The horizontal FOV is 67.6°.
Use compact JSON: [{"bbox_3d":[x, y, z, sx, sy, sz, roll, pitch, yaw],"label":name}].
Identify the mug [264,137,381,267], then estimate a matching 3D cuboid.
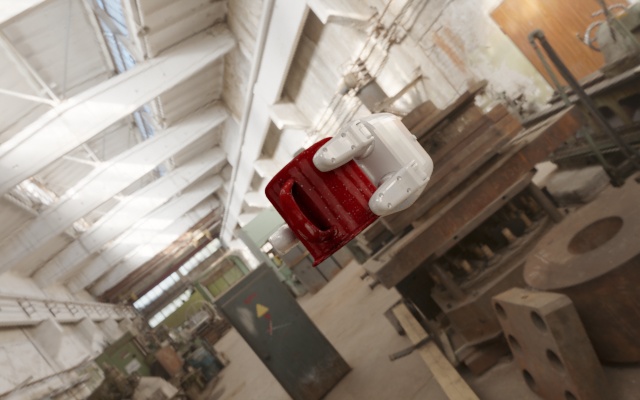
[{"bbox_3d":[-0.001,0.002,0.411,0.093,0.081,0.117,-40,-3,27],"label":"mug"}]
